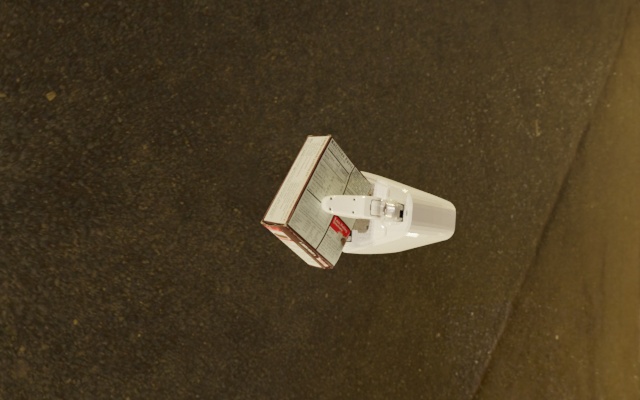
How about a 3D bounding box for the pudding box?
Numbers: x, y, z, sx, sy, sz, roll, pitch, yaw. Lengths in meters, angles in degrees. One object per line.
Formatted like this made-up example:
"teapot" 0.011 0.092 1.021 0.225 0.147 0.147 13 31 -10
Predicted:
"pudding box" 0.000 0.002 0.499 0.039 0.113 0.090 1 -33 42
